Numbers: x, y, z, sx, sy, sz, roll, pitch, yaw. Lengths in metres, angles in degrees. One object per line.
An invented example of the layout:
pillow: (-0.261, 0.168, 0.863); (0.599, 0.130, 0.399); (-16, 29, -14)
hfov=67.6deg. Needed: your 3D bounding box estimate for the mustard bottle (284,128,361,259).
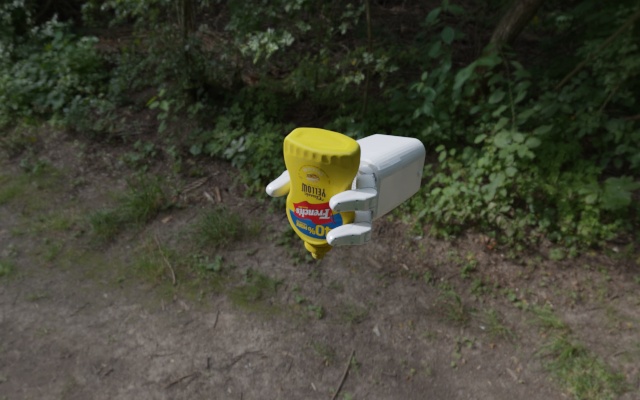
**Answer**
mustard bottle: (0.000, 0.002, 0.642); (0.096, 0.192, 0.058); (15, 38, 18)
